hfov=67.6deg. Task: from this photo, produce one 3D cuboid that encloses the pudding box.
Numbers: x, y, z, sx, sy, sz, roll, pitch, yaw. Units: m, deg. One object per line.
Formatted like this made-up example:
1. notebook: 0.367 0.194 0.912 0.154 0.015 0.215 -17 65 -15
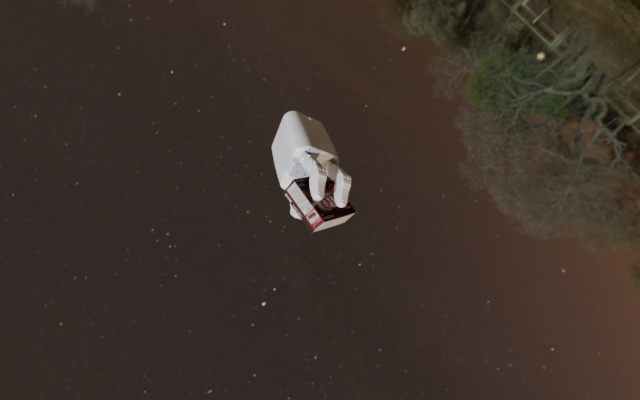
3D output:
1. pudding box: 0.000 0.003 0.820 0.039 0.090 0.113 -46 -17 31
